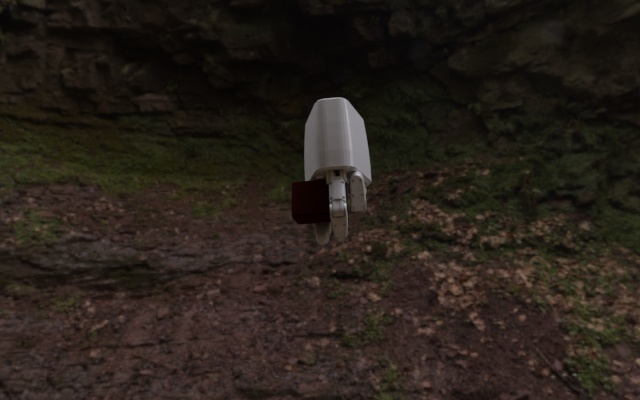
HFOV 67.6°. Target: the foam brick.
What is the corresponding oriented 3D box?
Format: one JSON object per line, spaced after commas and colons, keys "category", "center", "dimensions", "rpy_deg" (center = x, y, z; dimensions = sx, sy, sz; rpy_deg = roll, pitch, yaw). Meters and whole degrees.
{"category": "foam brick", "center": [0.000, 0.002, 0.680], "dimensions": [0.078, 0.051, 0.053], "rpy_deg": [-4, -14, 4]}
